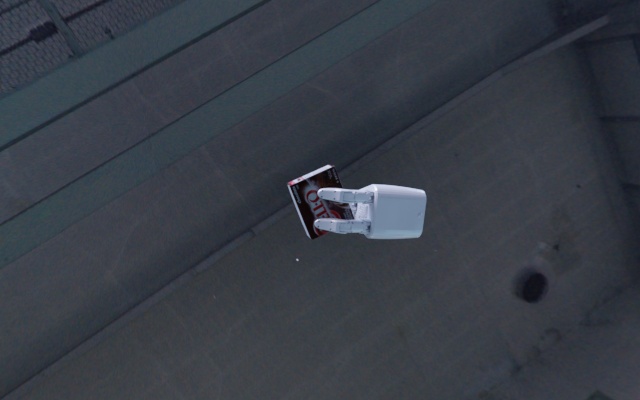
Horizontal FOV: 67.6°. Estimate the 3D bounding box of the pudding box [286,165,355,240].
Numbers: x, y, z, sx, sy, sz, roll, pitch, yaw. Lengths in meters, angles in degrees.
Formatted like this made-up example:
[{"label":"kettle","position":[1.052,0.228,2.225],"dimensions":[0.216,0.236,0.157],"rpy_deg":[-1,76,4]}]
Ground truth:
[{"label":"pudding box","position":[0.000,0.003,0.868],"dimensions":[0.090,0.113,0.039],"rpy_deg":[-25,14,-11]}]
